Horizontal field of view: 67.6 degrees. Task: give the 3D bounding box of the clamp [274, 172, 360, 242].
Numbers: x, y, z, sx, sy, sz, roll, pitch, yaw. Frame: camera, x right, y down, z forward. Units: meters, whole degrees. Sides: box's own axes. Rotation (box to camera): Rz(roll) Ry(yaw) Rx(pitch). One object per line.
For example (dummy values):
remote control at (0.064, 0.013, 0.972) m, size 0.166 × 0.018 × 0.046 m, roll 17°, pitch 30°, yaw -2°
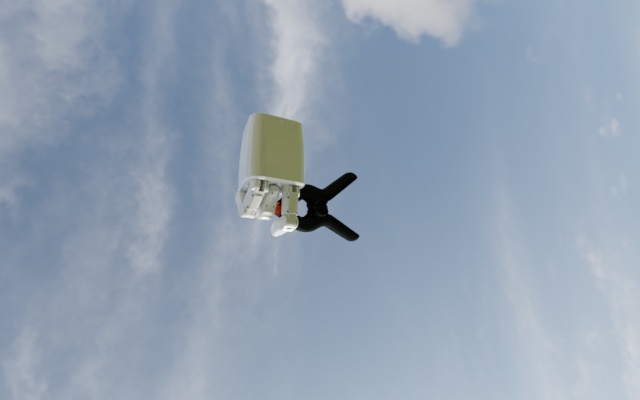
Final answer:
clamp at (0.000, 0.003, 0.803) m, size 0.171 × 0.120 × 0.039 m, roll 10°, pitch -13°, yaw -36°
